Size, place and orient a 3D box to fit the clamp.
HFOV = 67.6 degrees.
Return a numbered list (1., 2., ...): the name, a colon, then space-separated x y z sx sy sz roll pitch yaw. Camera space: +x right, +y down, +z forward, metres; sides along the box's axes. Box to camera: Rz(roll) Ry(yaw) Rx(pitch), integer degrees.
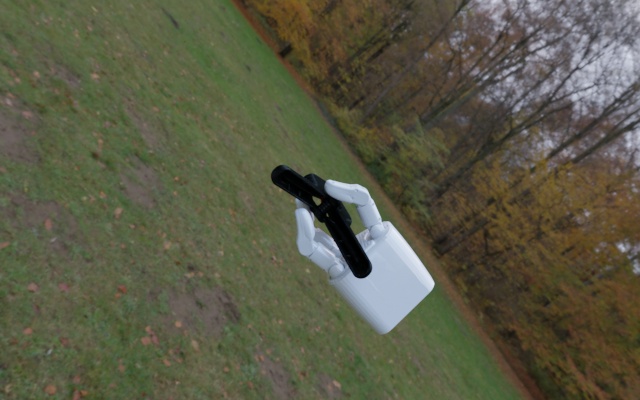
1. clamp: 0.001 0.002 0.630 0.036 0.164 0.210 -39 14 9
